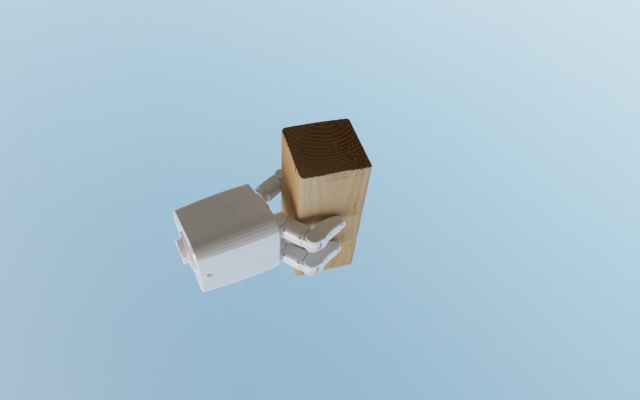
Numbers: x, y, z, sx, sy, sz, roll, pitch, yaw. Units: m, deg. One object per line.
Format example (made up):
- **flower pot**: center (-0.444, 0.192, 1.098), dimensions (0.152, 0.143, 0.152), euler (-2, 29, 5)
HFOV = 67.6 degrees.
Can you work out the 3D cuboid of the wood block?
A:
- **wood block**: center (0.000, 0.002, 0.642), dimensions (0.090, 0.090, 0.206), euler (-11, -38, -14)
